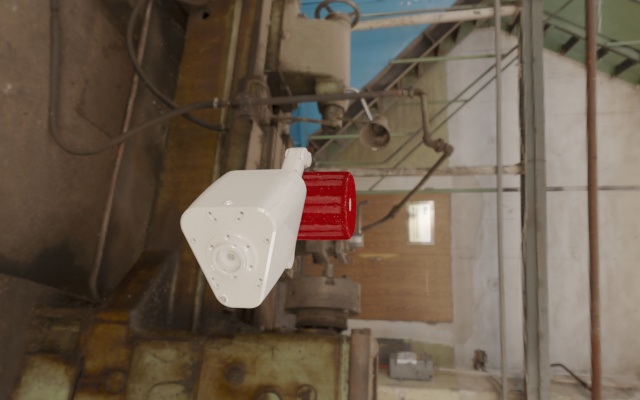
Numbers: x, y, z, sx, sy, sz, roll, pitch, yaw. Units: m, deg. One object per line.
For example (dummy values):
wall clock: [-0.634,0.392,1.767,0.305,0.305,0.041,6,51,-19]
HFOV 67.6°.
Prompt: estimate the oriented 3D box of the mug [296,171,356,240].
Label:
mug: [0.001,0.001,0.583,0.081,0.093,0.117,0,22,13]
